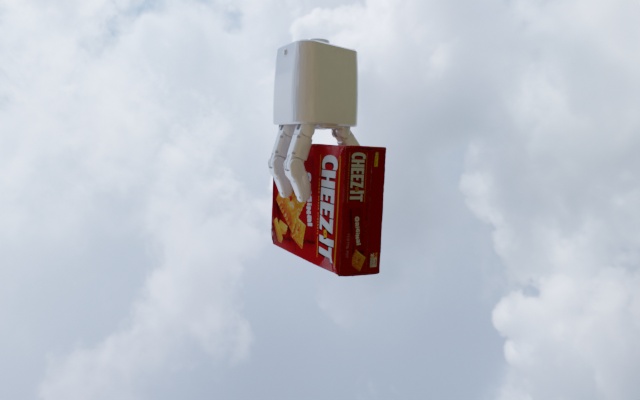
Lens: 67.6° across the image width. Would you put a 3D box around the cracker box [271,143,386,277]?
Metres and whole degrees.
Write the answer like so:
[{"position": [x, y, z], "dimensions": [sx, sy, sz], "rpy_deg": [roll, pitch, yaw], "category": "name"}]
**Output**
[{"position": [0.000, 0.002, 0.678], "dimensions": [0.072, 0.164, 0.213], "rpy_deg": [-2, 7, -28], "category": "cracker box"}]
